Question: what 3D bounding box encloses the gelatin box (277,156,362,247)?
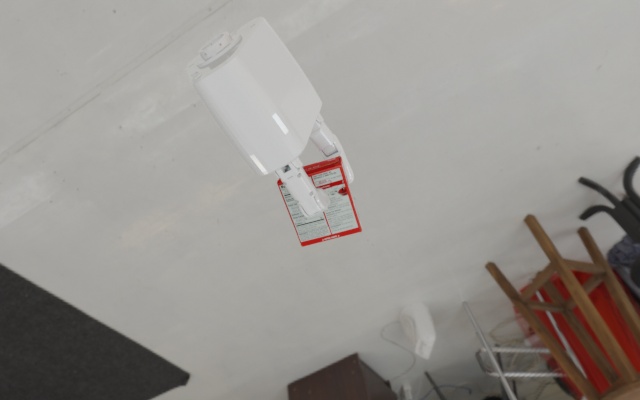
[{"bbox_3d":[0.000,0.002,0.536,0.073,0.089,0.030,-16,26,8],"label":"gelatin box"}]
